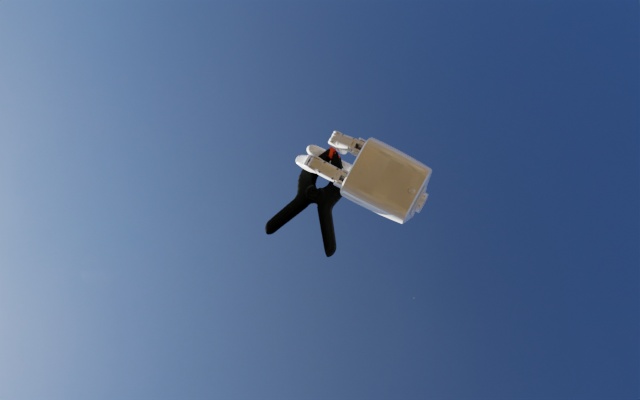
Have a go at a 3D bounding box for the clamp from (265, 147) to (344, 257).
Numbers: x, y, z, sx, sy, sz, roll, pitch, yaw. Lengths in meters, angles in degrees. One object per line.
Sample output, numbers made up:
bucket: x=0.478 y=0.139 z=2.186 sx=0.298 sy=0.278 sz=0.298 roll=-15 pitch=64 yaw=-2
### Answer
clamp: x=0.000 y=0.002 z=0.753 sx=0.120 sy=0.171 sz=0.039 roll=28 pitch=-5 yaw=14
